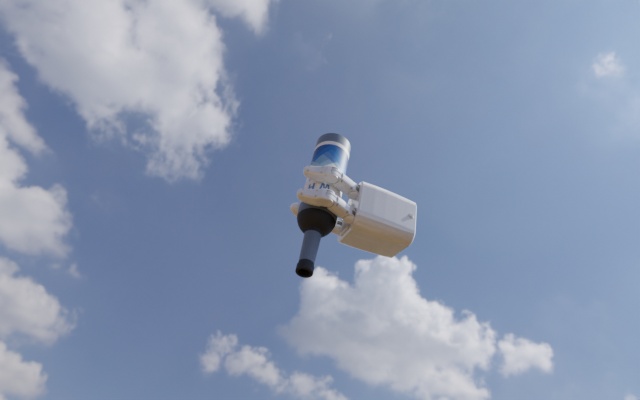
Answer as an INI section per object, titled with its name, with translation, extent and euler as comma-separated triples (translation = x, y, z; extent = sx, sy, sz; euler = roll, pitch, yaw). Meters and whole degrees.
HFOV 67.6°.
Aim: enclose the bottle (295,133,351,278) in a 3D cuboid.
[bottle]
translation = 0.000, 0.002, 0.816
extent = 0.069, 0.295, 0.069
euler = 7, -42, 7
